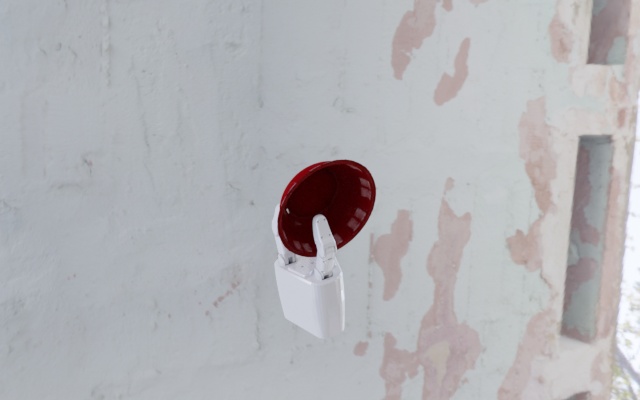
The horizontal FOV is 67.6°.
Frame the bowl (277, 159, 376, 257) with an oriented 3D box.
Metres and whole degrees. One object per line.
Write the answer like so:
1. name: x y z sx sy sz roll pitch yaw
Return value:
1. bowl: 0.000 0.001 0.699 0.162 0.162 0.055 0 30 -34
